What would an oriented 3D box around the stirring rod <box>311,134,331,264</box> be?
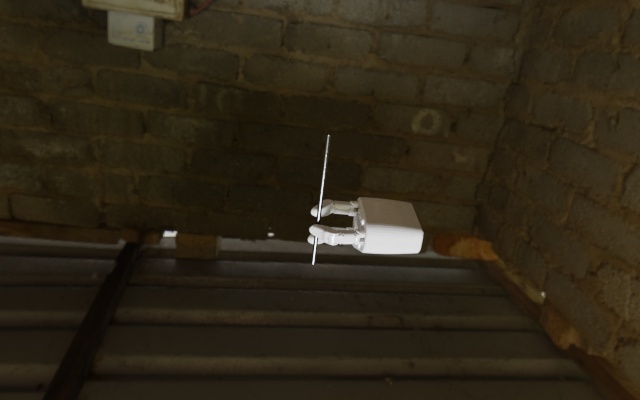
[{"bbox_3d":[0.000,0.003,0.841,0.011,0.240,0.011,6,19,-2],"label":"stirring rod"}]
